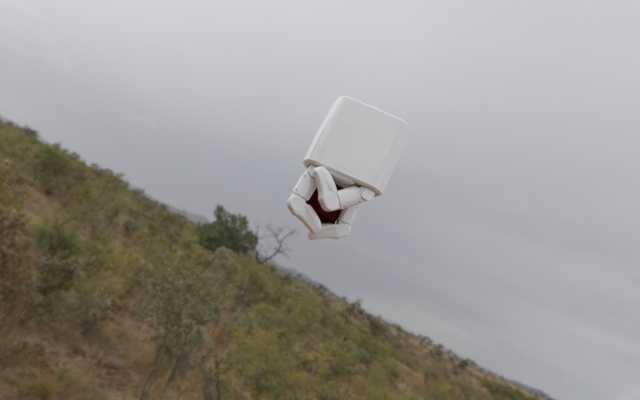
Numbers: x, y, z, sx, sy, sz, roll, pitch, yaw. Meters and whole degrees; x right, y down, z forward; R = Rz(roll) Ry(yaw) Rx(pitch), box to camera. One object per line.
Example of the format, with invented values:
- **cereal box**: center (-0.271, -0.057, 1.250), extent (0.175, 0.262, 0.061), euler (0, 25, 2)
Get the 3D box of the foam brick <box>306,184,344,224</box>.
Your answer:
- **foam brick**: center (0.000, 0.002, 0.697), extent (0.053, 0.051, 0.078), euler (27, -10, -11)
